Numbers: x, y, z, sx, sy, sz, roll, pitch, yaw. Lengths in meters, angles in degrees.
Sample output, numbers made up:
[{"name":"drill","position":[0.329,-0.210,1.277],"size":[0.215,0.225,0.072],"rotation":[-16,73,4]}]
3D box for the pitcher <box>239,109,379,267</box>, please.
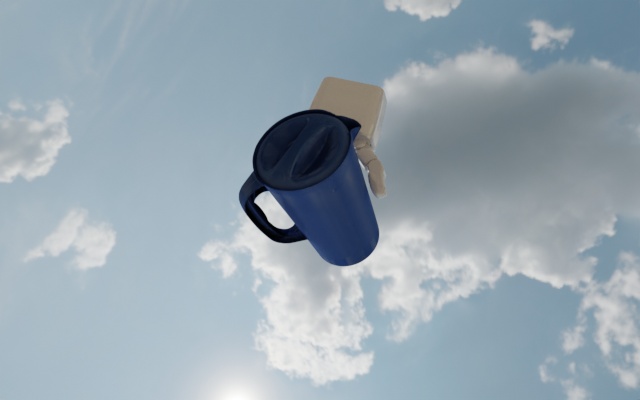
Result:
[{"name":"pitcher","position":[0.000,0.002,0.689],"size":[0.149,0.145,0.243],"rotation":[3,-33,23]}]
